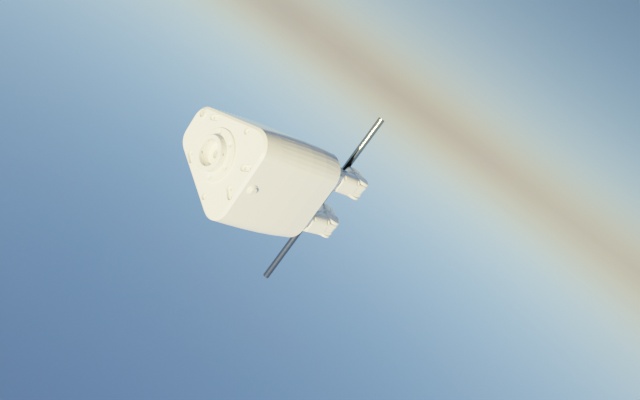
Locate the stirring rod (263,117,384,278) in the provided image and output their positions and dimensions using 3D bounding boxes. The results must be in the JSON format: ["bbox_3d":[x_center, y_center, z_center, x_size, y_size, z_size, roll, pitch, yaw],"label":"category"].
[{"bbox_3d":[0.000,0.002,0.569,0.011,0.239,0.011,33,16,-11],"label":"stirring rod"}]
